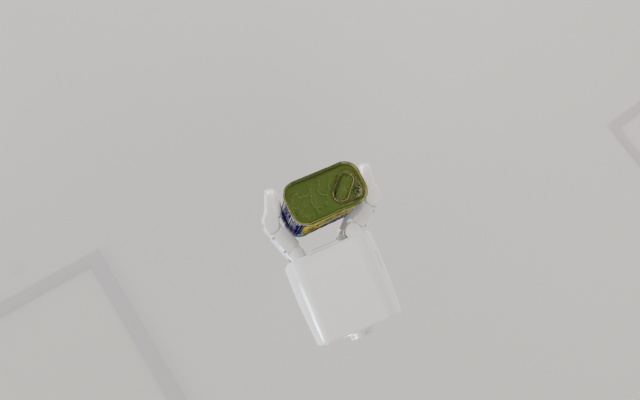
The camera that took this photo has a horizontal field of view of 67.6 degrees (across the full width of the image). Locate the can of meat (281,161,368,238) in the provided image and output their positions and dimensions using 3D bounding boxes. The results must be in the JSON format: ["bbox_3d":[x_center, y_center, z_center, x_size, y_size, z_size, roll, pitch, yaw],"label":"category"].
[{"bbox_3d":[0.000,0.002,0.609,0.102,0.057,0.084,-24,-11,-16],"label":"can of meat"}]
